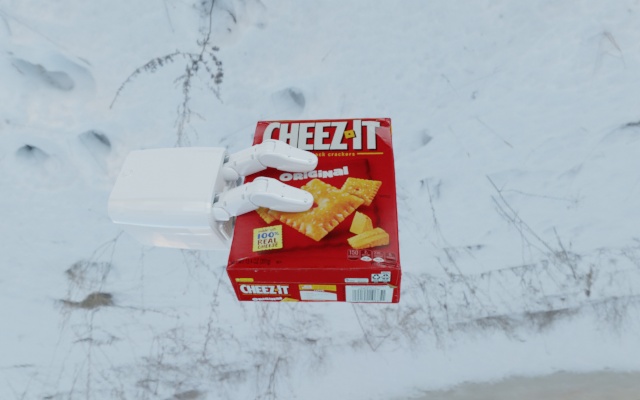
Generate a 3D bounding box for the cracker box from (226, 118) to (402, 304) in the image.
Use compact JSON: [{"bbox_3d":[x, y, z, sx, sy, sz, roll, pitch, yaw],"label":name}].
[{"bbox_3d":[0.000,0.002,0.518,0.164,0.213,0.072,0,-40,5],"label":"cracker box"}]
